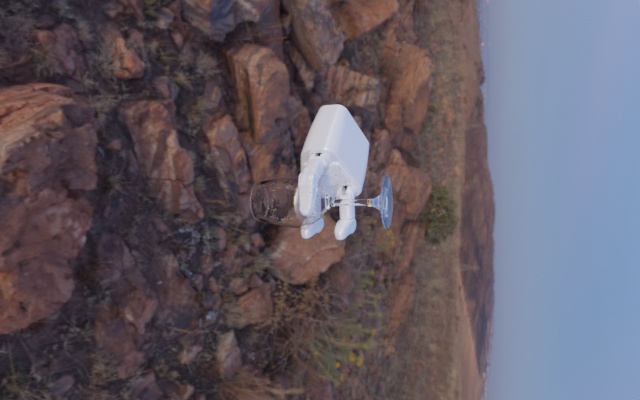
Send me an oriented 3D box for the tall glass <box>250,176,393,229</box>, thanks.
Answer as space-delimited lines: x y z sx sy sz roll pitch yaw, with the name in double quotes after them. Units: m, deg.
0.001 0.002 0.699 0.201 0.079 0.079 0 0 19 "tall glass"
